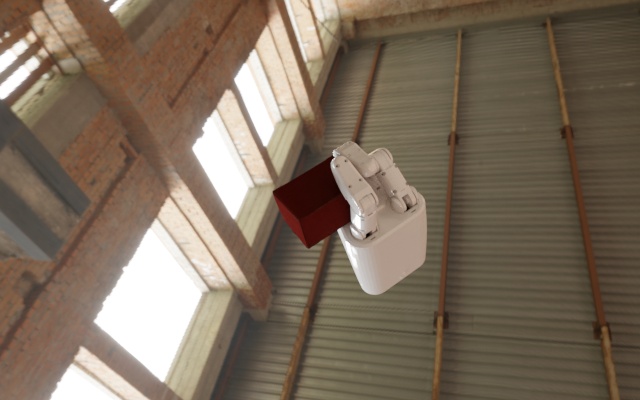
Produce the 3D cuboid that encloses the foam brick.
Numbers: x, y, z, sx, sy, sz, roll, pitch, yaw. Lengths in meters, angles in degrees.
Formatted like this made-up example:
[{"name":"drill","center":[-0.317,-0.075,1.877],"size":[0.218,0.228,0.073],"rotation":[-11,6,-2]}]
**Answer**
[{"name":"foam brick","center":[0.000,0.002,0.497],"size":[0.078,0.051,0.053],"rotation":[-31,52,-15]}]
